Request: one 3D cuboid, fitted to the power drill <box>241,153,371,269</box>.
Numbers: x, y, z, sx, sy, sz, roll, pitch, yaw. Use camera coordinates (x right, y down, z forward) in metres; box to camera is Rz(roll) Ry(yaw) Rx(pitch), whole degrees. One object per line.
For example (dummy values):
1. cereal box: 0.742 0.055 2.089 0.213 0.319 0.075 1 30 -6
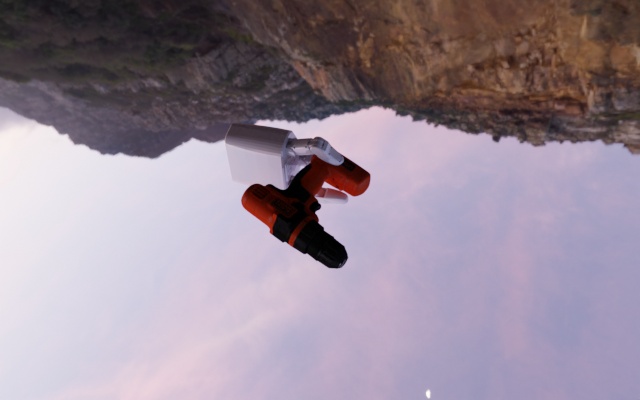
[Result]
1. power drill: 0.000 0.002 0.740 0.184 0.057 0.187 36 48 13
